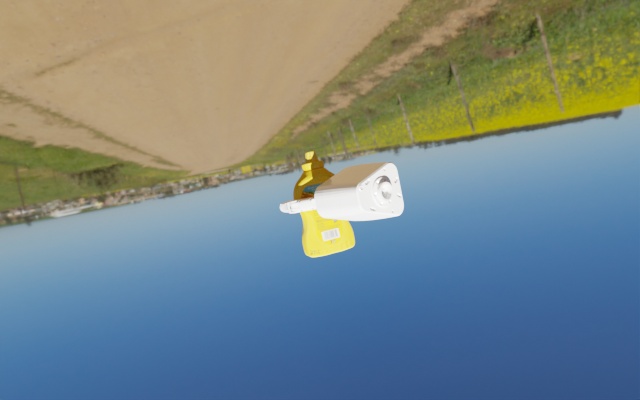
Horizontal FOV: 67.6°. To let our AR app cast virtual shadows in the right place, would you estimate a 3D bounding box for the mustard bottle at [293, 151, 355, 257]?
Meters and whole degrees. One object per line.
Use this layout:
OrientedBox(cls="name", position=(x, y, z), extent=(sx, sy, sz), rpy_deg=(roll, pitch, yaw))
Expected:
OrientedBox(cls="mustard bottle", position=(0.000, 0.003, 0.892), extent=(0.096, 0.191, 0.058), rpy_deg=(-13, 4, -14))
